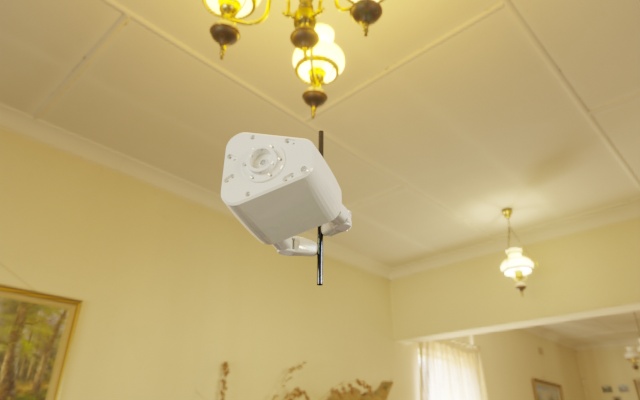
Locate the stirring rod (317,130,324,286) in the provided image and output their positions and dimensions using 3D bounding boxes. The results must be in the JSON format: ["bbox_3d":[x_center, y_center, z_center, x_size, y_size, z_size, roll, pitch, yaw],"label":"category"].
[{"bbox_3d":[0.000,0.002,0.673,0.011,0.239,0.011,0,-27,0],"label":"stirring rod"}]
